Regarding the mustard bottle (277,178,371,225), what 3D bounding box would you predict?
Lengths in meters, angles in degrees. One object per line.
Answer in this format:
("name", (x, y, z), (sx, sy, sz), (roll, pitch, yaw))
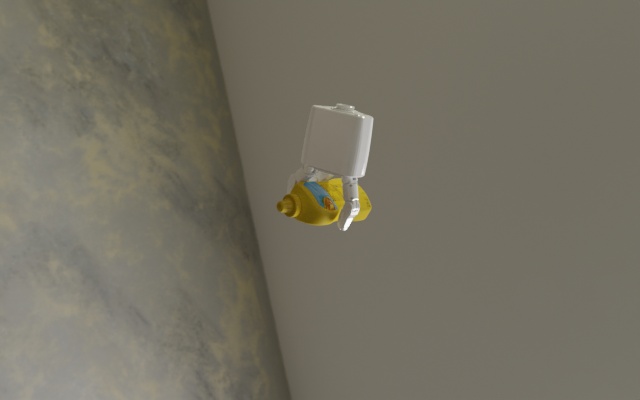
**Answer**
("mustard bottle", (0.000, 0.003, 0.879), (0.191, 0.058, 0.096), (-6, 47, -43))
